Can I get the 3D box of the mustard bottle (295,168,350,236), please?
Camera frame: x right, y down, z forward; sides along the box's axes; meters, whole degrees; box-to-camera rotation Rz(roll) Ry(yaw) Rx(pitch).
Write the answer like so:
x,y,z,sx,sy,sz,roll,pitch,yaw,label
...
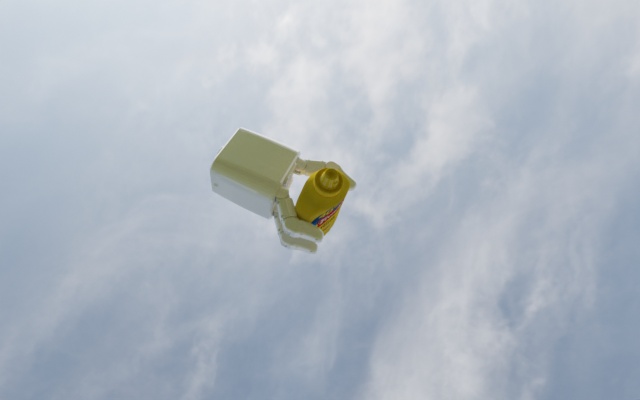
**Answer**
x,y,z,sx,sy,sz,roll,pitch,yaw,label
0.000,0.003,0.724,0.096,0.058,0.192,-38,-13,-22,mustard bottle
